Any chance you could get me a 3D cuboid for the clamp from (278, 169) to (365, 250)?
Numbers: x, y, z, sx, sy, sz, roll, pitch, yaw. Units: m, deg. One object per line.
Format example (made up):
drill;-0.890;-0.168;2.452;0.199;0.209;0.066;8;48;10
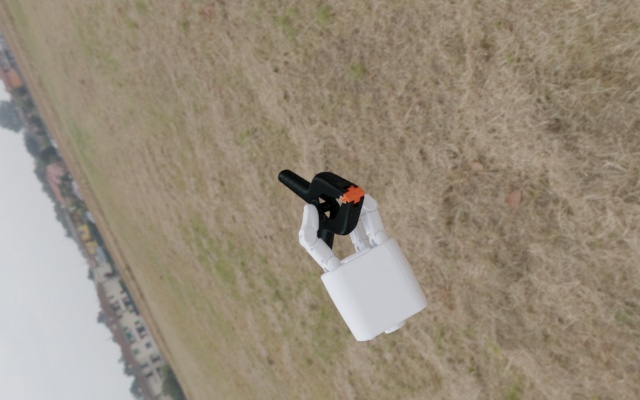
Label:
clamp;0.000;0.003;0.700;0.036;0.164;0.210;-26;-6;-24
